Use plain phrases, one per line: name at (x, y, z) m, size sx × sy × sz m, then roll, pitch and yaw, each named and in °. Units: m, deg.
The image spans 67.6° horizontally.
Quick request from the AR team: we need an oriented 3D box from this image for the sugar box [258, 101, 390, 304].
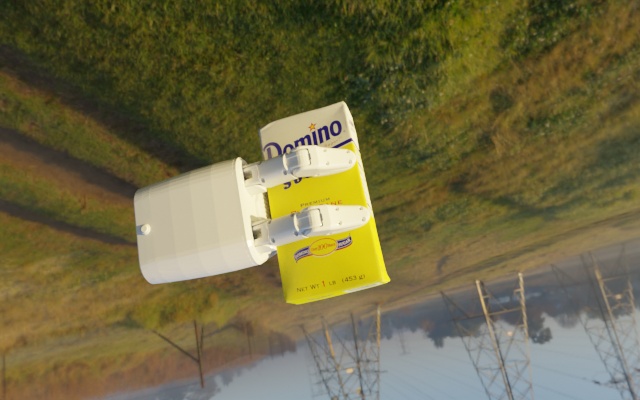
sugar box at (0.000, 0.002, 0.454) m, size 0.093 × 0.176 × 0.048 m, roll -15°, pitch -15°, yaw 11°
